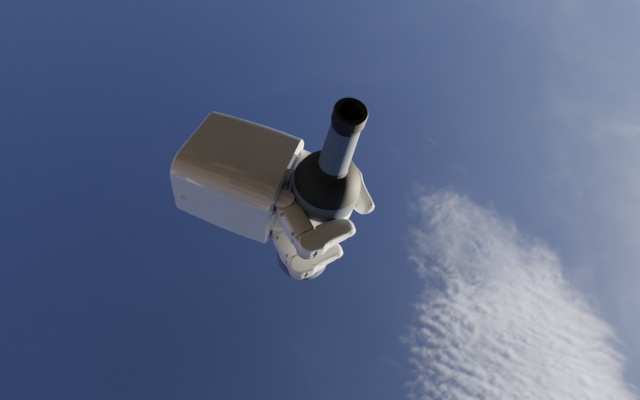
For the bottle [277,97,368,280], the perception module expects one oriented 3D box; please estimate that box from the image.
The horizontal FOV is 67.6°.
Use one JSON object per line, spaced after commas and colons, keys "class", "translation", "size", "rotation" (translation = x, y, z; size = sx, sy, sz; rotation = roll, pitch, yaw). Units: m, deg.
{"class": "bottle", "translation": [0.000, 0.002, 0.494], "size": [0.069, 0.069, 0.296], "rotation": [0, -29, -11]}
